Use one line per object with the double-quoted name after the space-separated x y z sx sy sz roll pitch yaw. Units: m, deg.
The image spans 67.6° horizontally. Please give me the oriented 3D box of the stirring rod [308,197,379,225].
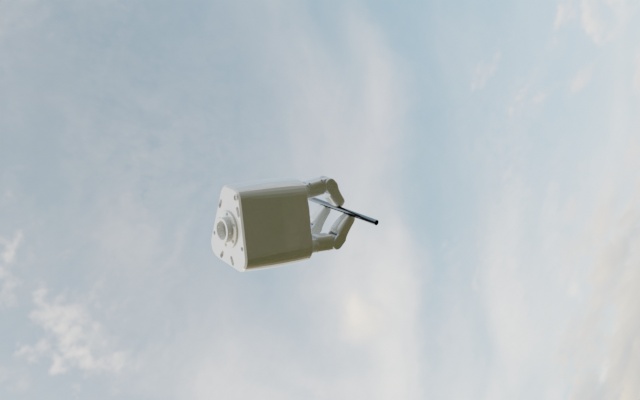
0.000 0.002 0.745 0.011 0.011 0.239 0 13 -41 "stirring rod"
